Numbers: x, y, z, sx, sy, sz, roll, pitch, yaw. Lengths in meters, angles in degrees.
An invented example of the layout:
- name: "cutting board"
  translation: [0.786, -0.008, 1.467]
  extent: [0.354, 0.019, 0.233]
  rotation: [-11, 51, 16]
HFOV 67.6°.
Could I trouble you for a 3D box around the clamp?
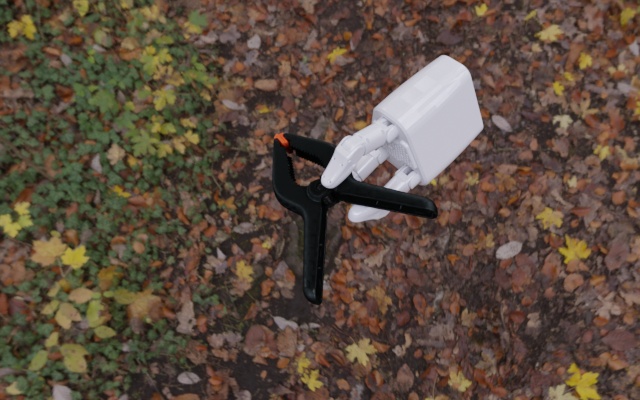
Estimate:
- name: "clamp"
  translation: [0.000, 0.001, 0.535]
  extent: [0.210, 0.164, 0.036]
  rotation: [44, -9, 30]
